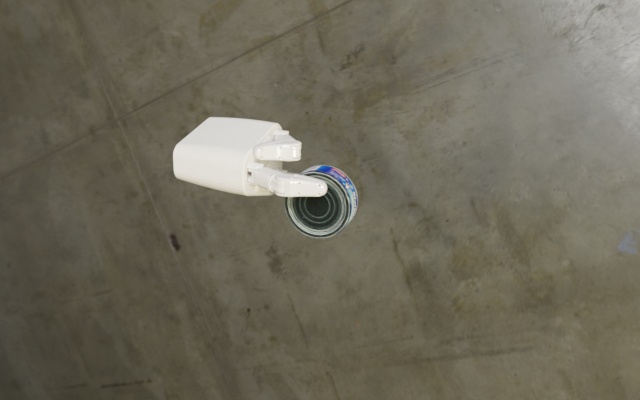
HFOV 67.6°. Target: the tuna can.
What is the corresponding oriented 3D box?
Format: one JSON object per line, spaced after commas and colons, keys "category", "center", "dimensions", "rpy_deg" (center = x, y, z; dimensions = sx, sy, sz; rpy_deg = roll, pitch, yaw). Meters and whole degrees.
{"category": "tuna can", "center": [0.000, 0.002, 0.578], "dimensions": [0.086, 0.086, 0.033], "rpy_deg": [0, 16, 19]}
